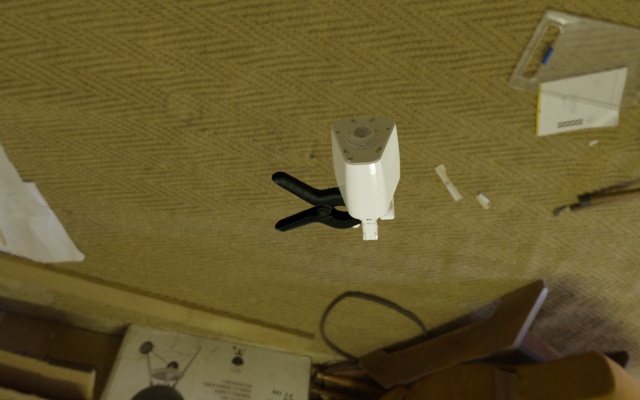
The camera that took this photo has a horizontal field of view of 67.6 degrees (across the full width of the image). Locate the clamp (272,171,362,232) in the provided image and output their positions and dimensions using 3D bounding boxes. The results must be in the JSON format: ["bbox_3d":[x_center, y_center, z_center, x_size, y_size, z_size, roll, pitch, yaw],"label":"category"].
[{"bbox_3d":[0.000,0.003,0.763,0.171,0.039,0.120,-3,-44,9],"label":"clamp"}]
